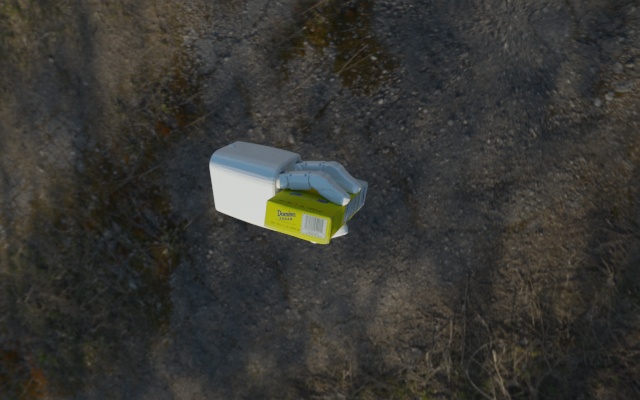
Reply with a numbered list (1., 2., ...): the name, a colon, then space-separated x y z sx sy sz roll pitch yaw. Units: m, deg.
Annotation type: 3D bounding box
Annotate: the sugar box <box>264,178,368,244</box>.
1. sugar box: 0.000 0.002 0.689 0.093 0.048 0.176 15 24 16
